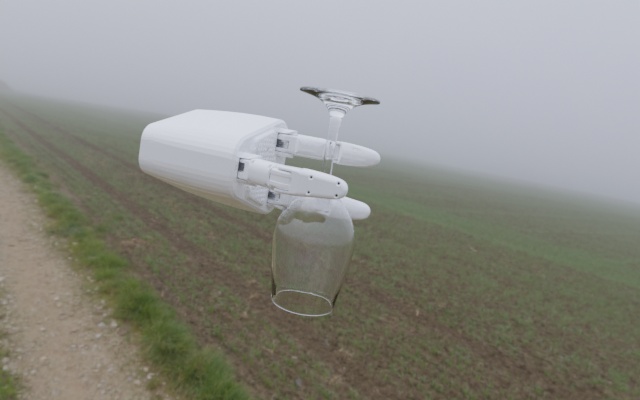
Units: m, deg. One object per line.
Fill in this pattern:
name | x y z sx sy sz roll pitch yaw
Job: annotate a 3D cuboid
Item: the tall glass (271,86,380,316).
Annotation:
tall glass | 0.000 0.001 0.446 0.079 0.201 0.079 10 8 -1
